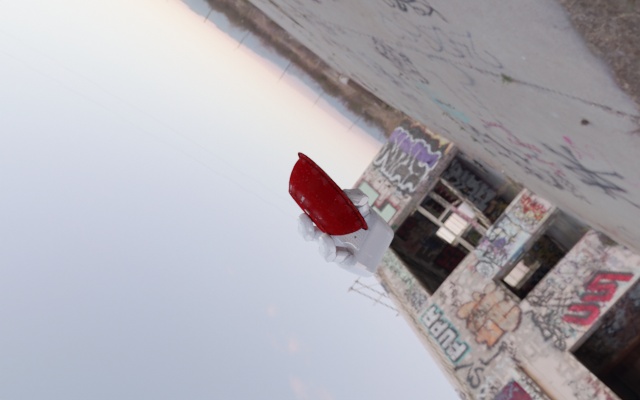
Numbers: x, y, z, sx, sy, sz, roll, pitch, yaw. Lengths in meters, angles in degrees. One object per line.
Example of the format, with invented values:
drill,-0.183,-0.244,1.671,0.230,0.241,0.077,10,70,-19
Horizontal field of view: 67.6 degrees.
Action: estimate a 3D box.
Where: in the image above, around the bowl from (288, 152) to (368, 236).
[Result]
bowl,-0.001,0.002,0.741,0.055,0.162,0.162,-41,5,-6
